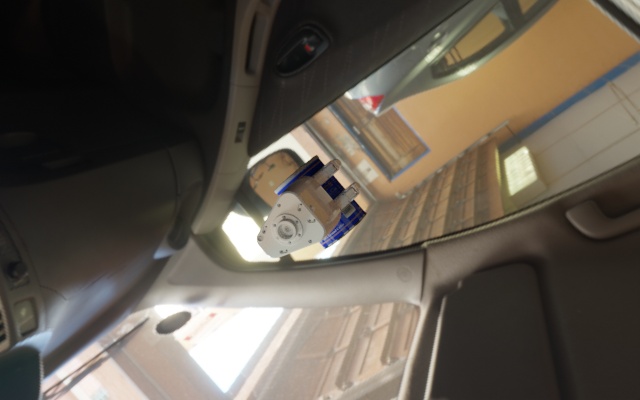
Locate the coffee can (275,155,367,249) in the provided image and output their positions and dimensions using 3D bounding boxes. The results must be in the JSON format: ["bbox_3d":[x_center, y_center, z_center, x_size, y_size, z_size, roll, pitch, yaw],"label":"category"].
[{"bbox_3d":[0.000,0.003,0.869,0.103,0.140,0.103,-41,2,1],"label":"coffee can"}]
